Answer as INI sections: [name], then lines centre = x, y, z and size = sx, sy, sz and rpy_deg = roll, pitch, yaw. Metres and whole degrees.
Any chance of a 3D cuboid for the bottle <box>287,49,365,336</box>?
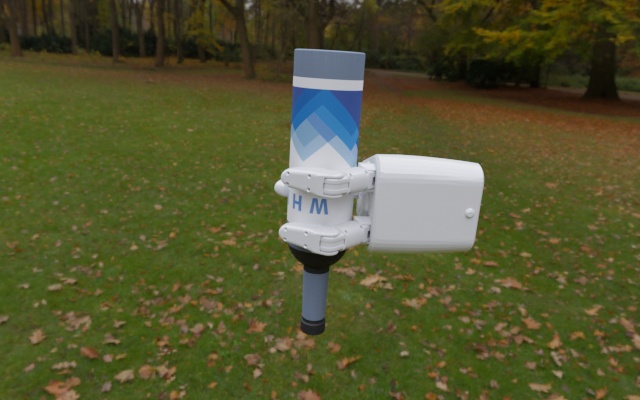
[bottle]
centre = 0.000, 0.001, 0.487
size = 0.069, 0.296, 0.069
rpy_deg = 3, 16, -1
